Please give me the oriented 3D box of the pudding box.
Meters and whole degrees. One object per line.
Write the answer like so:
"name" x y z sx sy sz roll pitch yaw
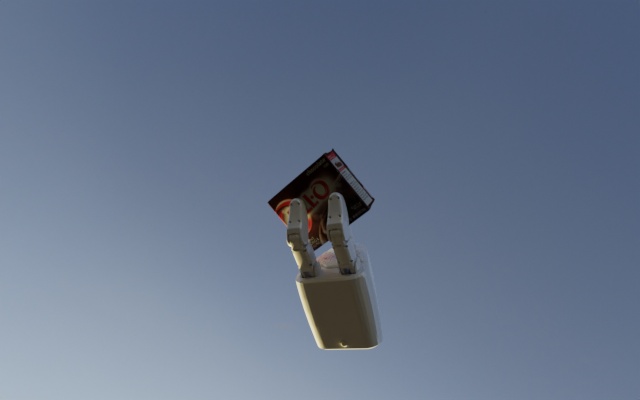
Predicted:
"pudding box" 0.000 0.002 0.619 0.113 0.090 0.039 -39 3 26
